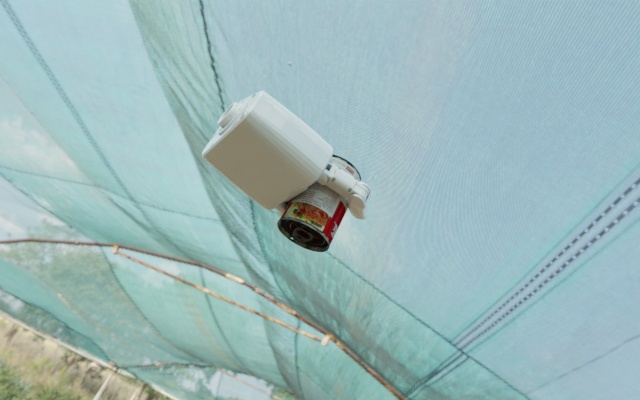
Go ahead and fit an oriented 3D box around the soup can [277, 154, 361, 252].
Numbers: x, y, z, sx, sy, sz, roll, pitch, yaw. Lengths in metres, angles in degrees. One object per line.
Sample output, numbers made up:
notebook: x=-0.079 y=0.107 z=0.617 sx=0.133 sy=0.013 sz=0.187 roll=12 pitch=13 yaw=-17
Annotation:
soup can: x=0.001 y=0.002 z=0.581 sx=0.068 sy=0.102 sz=0.068 roll=21 pitch=-28 yaw=12
